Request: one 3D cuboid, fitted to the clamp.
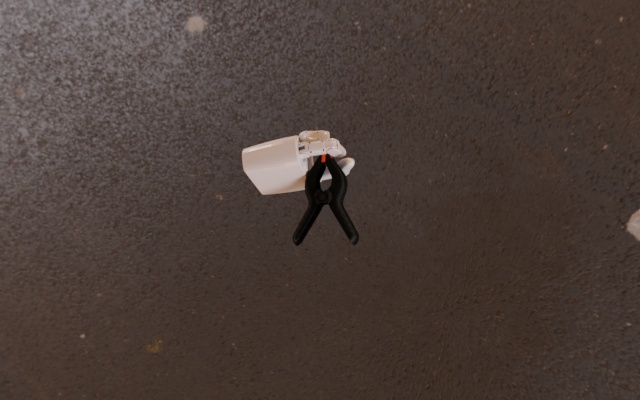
[{"bbox_3d":[0.000,0.002,0.844,0.120,0.171,0.039,-10,-15,13],"label":"clamp"}]
